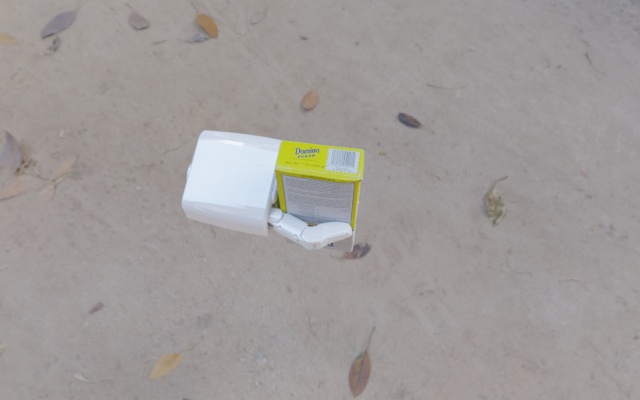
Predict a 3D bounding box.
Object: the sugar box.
[{"bbox_3d":[0.000,0.001,0.575,0.093,0.048,0.176,8,-29,4],"label":"sugar box"}]
